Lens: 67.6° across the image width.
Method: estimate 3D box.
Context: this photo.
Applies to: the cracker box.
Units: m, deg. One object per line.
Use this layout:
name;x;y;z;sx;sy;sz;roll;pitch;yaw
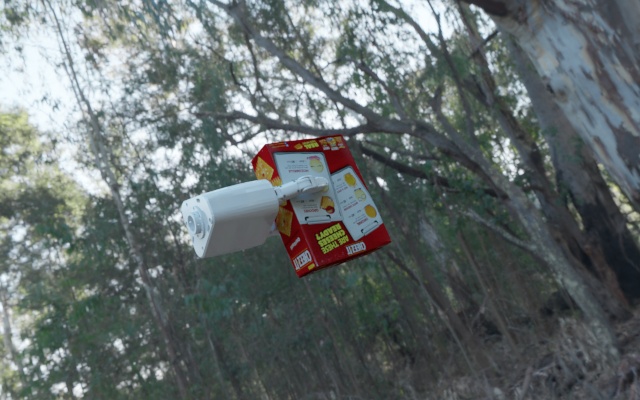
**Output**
cracker box;0.000;0.002;0.796;0.164;0.213;0.072;-13;-17;-37
